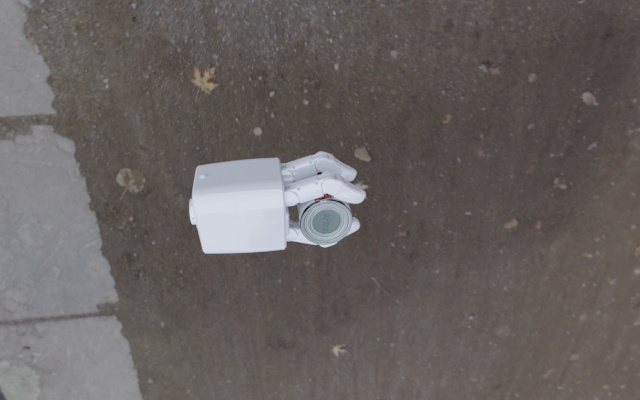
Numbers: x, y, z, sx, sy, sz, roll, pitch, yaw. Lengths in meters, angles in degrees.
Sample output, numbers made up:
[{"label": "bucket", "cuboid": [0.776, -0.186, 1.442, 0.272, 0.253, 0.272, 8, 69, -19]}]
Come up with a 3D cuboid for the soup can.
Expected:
[{"label": "soup can", "cuboid": [0.001, 0.002, 0.624, 0.068, 0.068, 0.102, 0, 31, -10]}]
